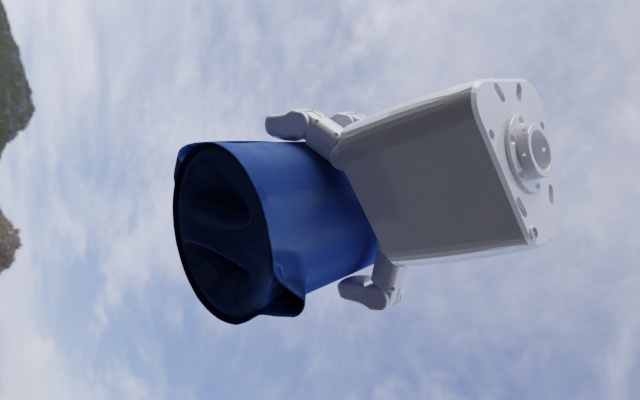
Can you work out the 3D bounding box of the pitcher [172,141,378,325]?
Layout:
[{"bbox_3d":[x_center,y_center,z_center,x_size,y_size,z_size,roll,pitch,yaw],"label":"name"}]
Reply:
[{"bbox_3d":[0.000,0.001,0.426,0.243,0.149,0.145,-11,-2,-43],"label":"pitcher"}]
